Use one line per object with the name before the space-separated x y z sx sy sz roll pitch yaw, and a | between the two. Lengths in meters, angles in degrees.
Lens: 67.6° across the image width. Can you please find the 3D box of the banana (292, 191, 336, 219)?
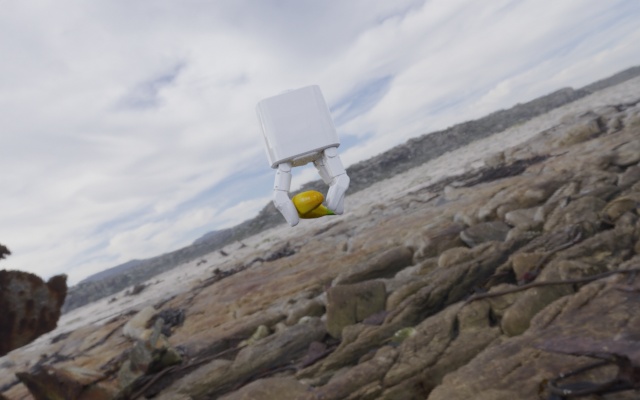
banana | -0.017 0.007 0.803 0.069 0.037 0.198 -13 -8 7
